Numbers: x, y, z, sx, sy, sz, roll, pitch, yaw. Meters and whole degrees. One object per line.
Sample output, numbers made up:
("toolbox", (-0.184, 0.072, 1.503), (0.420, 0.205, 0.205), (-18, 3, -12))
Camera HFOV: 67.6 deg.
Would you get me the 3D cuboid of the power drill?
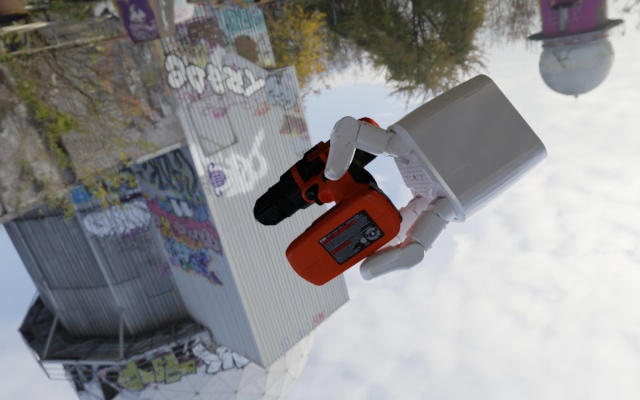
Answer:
("power drill", (0.000, 0.002, 0.500), (0.184, 0.057, 0.187), (-38, 27, 14))
